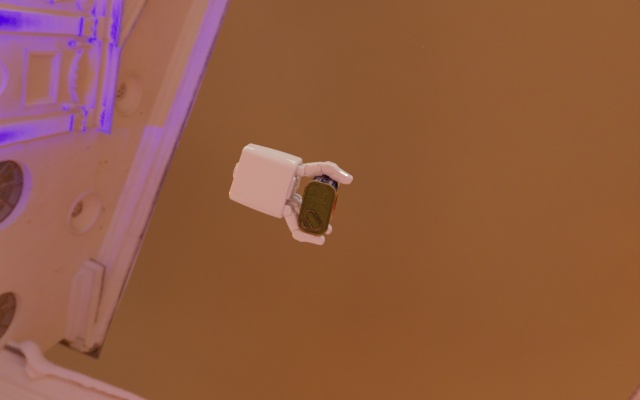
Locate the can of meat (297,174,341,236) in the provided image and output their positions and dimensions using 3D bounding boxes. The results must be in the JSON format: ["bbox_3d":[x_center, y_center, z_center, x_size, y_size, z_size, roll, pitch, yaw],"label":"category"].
[{"bbox_3d":[0.000,0.003,0.885,0.057,0.102,0.084,15,20,6],"label":"can of meat"}]
